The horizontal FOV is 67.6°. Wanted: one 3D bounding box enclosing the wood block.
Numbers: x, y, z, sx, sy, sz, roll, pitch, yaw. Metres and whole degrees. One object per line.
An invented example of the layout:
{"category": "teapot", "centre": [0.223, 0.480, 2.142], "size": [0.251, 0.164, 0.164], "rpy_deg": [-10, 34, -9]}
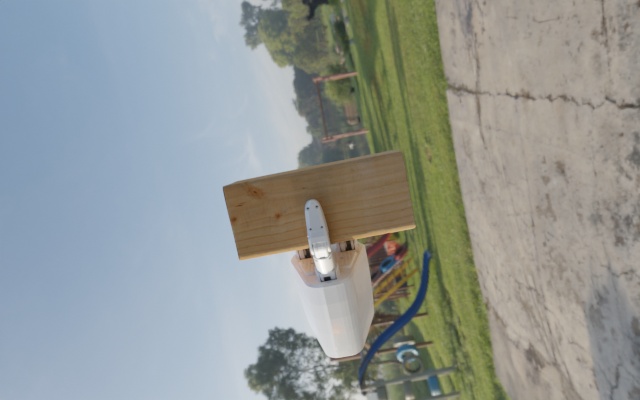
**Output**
{"category": "wood block", "centre": [0.000, 0.002, 0.579], "size": [0.206, 0.090, 0.091], "rpy_deg": [-11, 7, 3]}
